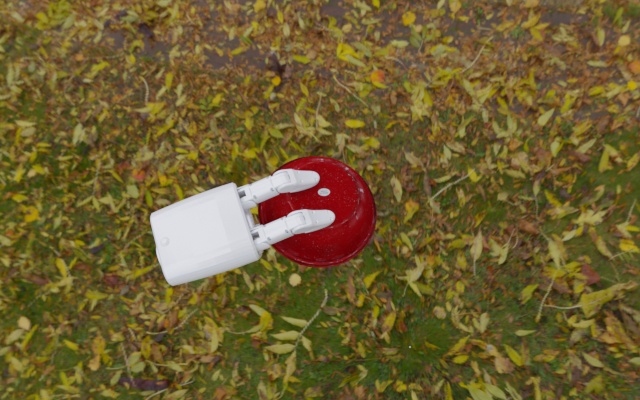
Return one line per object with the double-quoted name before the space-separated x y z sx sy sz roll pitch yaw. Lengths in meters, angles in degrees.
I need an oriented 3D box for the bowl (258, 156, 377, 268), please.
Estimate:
"bowl" 0.001 0.001 0.618 0.162 0.162 0.055 0 -23 -8
